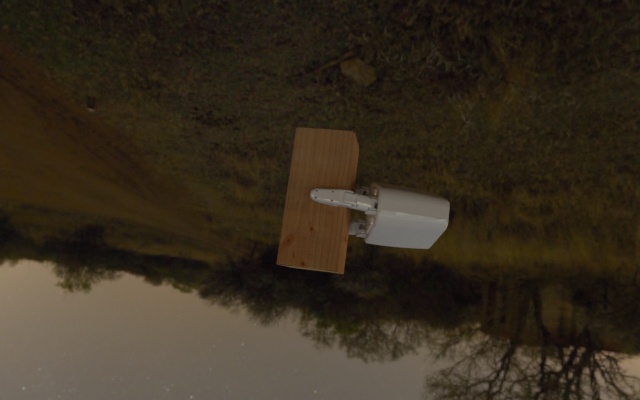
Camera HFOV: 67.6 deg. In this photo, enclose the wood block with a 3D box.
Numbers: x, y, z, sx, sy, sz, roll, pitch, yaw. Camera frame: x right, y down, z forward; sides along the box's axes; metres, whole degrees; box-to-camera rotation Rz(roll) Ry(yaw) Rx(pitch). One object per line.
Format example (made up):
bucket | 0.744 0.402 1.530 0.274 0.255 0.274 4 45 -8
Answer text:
wood block | 0.000 0.003 0.729 0.090 0.206 0.091 6 -9 10
